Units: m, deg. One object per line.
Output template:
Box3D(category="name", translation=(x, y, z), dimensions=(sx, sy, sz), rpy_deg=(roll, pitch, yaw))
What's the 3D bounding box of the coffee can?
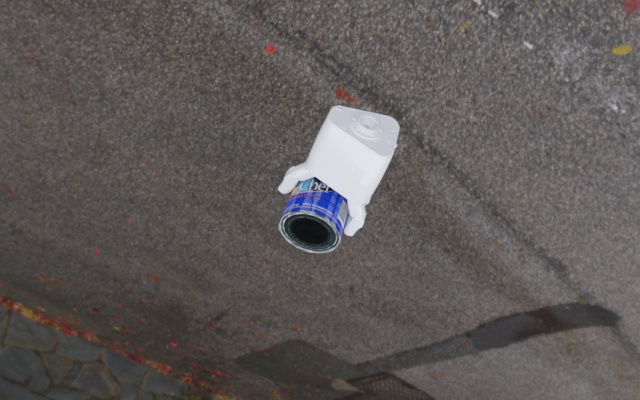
Box3D(category="coffee can", translation=(0.000, 0.003, 0.805), dimensions=(0.103, 0.140, 0.103), rpy_deg=(11, -41, 10))
